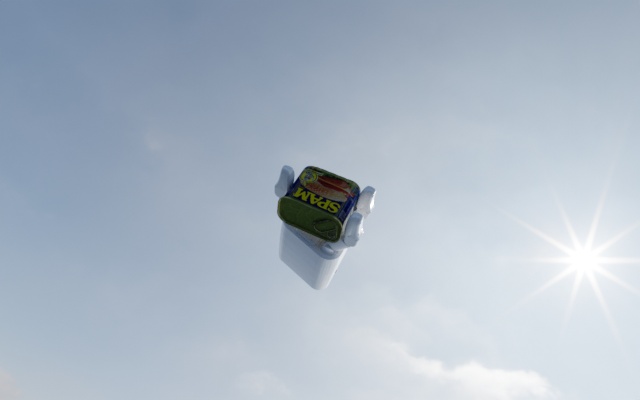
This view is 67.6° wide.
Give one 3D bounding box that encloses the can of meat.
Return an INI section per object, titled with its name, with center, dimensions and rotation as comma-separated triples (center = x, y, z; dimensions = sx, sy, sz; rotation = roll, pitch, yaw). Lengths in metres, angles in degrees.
[can of meat]
center = 0.000, 0.002, 0.709
dimensions = 0.102, 0.057, 0.084
rotation = 23, 49, 11
